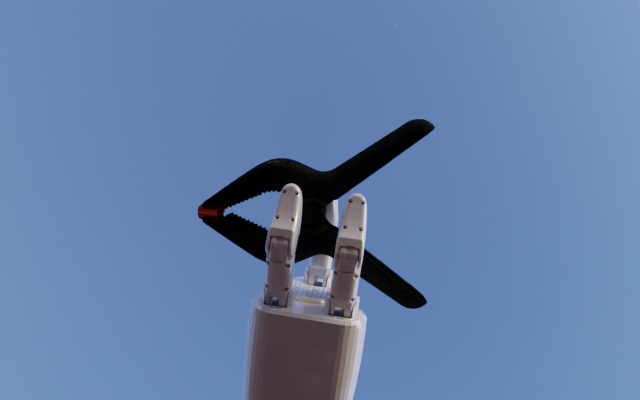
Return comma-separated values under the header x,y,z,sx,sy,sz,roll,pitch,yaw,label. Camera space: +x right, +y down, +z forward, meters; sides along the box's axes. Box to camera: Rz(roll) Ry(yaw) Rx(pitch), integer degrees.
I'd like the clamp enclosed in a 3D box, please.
x,y,z,sx,sy,sz,roll,pitch,yaw,label
0.000,0.001,0.420,0.210,0.164,0.036,8,7,4,clamp
